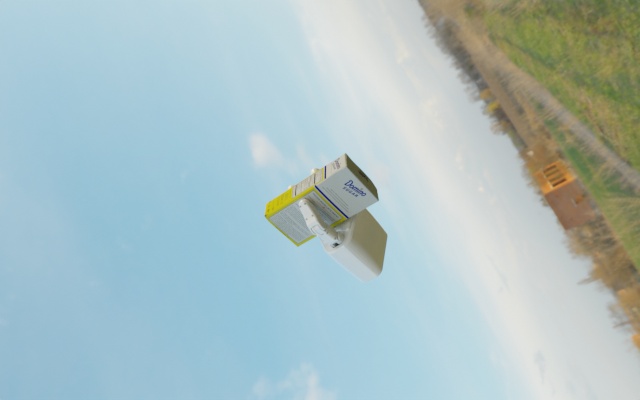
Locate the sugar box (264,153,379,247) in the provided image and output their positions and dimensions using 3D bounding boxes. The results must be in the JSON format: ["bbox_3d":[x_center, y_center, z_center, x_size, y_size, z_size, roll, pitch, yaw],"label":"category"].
[{"bbox_3d":[0.000,0.002,0.807,0.176,0.048,0.093,-32,-57,22],"label":"sugar box"}]
